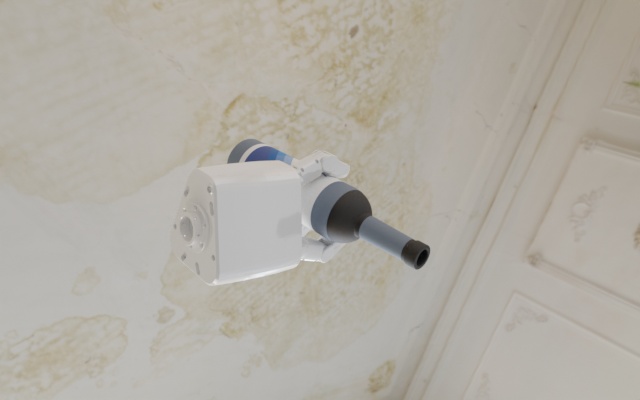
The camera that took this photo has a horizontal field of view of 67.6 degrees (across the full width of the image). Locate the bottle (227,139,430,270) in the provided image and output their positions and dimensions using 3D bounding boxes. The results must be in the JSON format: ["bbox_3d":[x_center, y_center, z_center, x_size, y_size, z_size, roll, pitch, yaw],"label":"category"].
[{"bbox_3d":[0.000,0.002,0.565,0.295,0.069,0.069,29,19,38],"label":"bottle"}]
